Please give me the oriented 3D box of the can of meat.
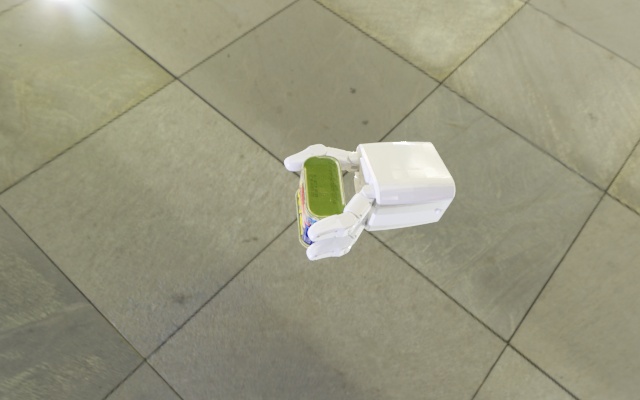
[{"bbox_3d":[0.000,0.002,0.638,0.057,0.102,0.084,-2,-30,-8],"label":"can of meat"}]
